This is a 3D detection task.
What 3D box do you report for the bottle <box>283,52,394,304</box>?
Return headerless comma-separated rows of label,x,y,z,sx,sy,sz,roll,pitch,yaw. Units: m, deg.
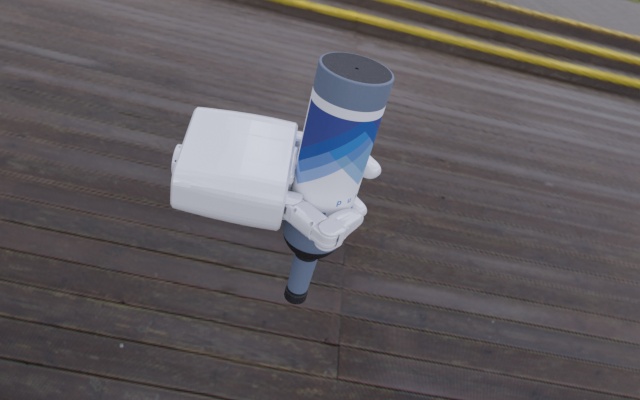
bottle,0.000,0.001,0.492,0.069,0.296,0.069,10,37,-7
